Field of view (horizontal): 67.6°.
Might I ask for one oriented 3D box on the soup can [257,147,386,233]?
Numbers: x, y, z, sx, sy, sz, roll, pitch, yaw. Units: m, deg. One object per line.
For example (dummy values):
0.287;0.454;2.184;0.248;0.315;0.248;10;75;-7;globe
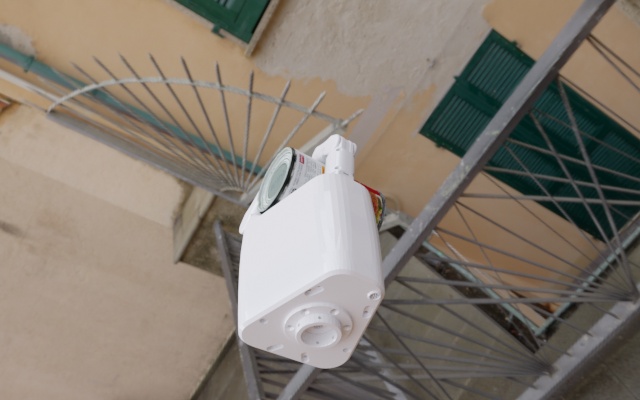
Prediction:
0.000;0.001;0.447;0.102;0.068;0.068;26;-10;-22;soup can
